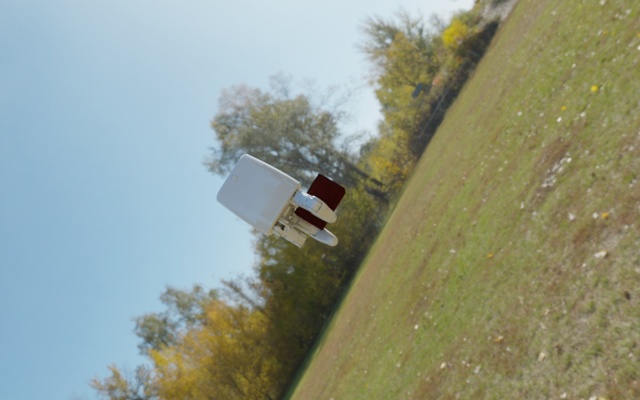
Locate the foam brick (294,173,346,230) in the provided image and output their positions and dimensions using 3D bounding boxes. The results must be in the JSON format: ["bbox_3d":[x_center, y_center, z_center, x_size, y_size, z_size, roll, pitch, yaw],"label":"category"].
[{"bbox_3d":[0.000,0.002,0.791,0.051,0.078,0.053,31,-6,8],"label":"foam brick"}]
